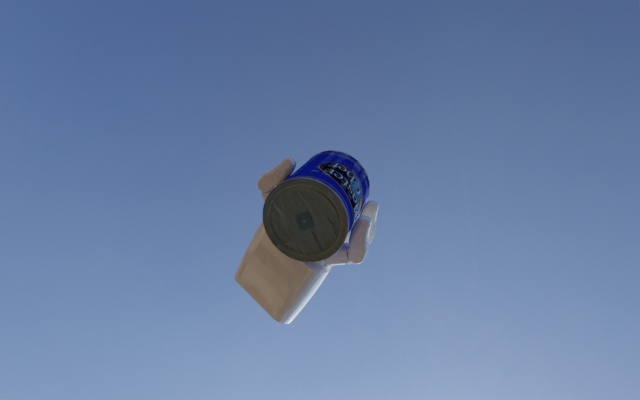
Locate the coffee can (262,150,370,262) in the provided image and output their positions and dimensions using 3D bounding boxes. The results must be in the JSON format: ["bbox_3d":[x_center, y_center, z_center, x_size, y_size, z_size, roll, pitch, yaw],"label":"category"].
[{"bbox_3d":[0.000,0.002,0.605,0.103,0.103,0.140,0,19,17],"label":"coffee can"}]
